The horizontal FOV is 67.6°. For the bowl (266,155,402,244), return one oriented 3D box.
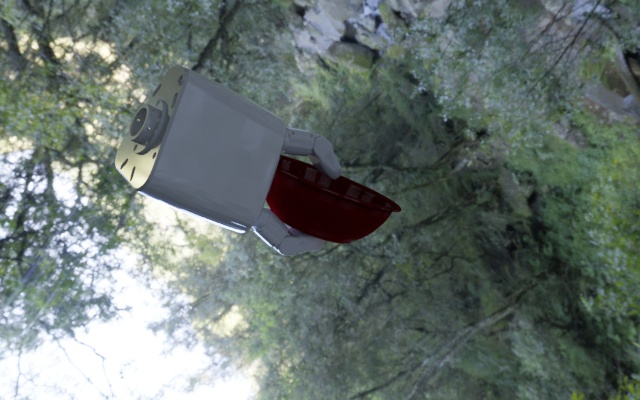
[{"bbox_3d":[0.001,0.002,0.504,0.162,0.055,0.162,20,9,-4],"label":"bowl"}]
